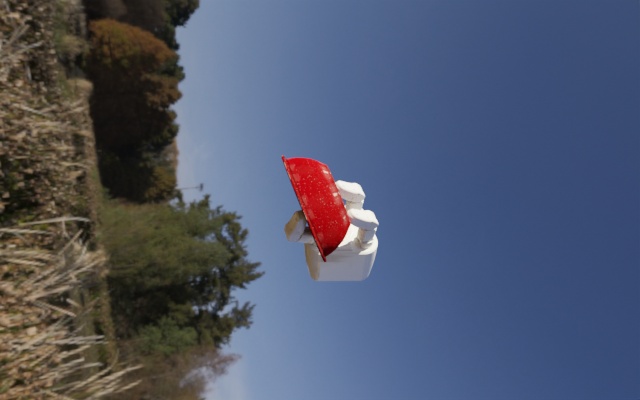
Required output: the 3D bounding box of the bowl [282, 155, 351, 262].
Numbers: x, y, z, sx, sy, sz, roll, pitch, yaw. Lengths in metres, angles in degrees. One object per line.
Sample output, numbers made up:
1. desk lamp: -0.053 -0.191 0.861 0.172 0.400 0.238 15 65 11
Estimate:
1. bowl: 0.000 0.002 0.669 0.055 0.162 0.162 -22 0 0
